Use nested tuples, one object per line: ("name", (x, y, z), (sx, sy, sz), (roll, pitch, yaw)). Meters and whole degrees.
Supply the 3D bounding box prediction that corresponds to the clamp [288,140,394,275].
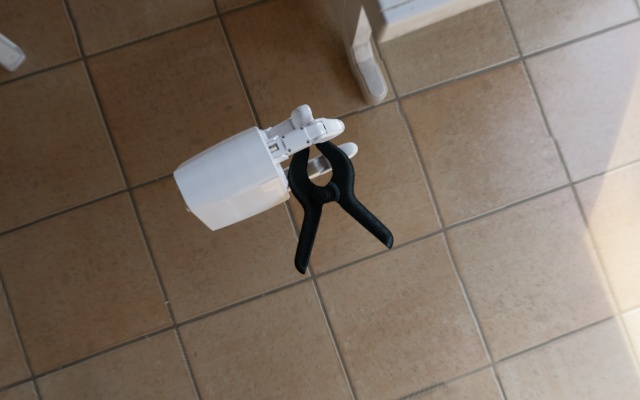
("clamp", (0.000, 0.002, 0.566), (0.120, 0.171, 0.039), (-25, -2, -4))
